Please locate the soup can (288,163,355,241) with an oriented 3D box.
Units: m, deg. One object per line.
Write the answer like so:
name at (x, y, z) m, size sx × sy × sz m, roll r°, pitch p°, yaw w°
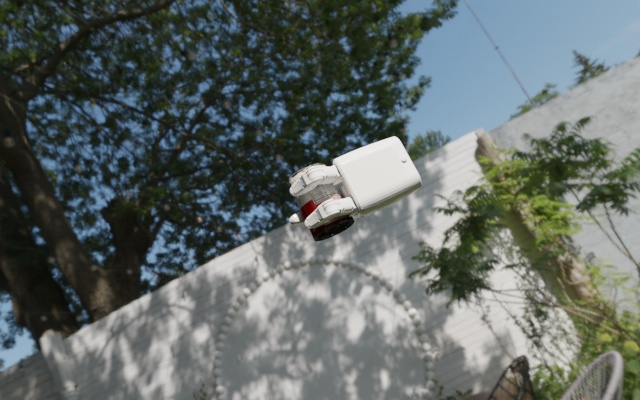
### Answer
soup can at (0.000, 0.002, 0.735) m, size 0.068 × 0.102 × 0.068 m, roll -24°, pitch -15°, yaw -7°
